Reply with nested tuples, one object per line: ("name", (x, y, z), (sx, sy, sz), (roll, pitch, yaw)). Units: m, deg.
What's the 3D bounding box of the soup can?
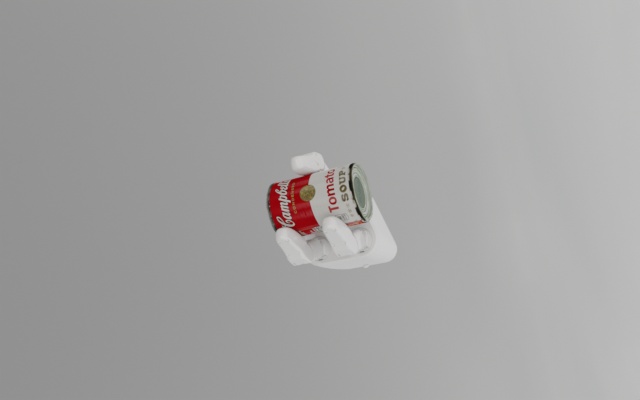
("soup can", (0.000, 0.001, 0.534), (0.102, 0.068, 0.068), (-13, -5, 21))
